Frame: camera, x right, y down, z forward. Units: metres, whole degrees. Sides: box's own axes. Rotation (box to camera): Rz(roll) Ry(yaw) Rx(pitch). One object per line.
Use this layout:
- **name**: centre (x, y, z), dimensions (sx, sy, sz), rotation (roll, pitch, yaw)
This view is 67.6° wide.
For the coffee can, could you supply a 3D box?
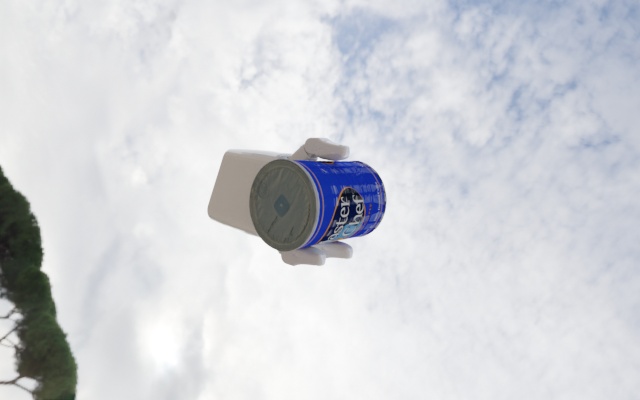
- **coffee can**: centre (0.000, 0.002, 0.578), dimensions (0.103, 0.103, 0.140), rotation (0, 3, 40)
